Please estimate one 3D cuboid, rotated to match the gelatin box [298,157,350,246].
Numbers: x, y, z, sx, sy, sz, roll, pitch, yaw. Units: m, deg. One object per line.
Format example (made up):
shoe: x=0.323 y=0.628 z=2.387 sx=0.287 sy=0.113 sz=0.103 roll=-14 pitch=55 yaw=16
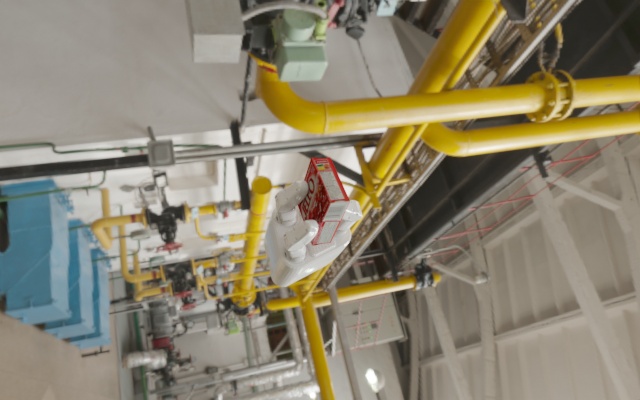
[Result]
gelatin box: x=0.001 y=0.002 z=0.600 sx=0.030 sy=0.073 sz=0.089 roll=-5 pitch=-38 yaw=-23
